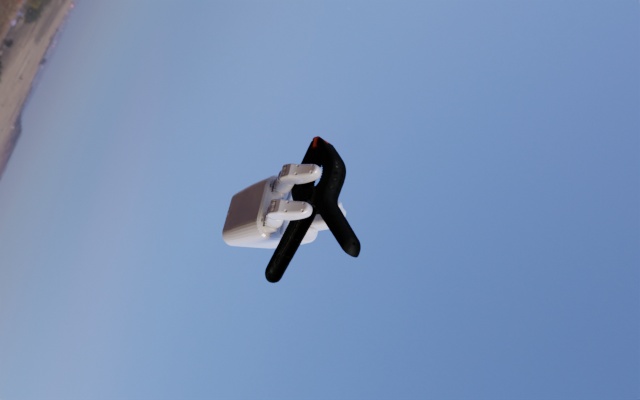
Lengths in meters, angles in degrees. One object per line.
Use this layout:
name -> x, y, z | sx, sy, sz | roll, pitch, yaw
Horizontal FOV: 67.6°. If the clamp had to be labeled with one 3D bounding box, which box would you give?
clamp -> 0.001, 0.002, 0.636 | 0.036, 0.210, 0.164 | 30, -30, -35
